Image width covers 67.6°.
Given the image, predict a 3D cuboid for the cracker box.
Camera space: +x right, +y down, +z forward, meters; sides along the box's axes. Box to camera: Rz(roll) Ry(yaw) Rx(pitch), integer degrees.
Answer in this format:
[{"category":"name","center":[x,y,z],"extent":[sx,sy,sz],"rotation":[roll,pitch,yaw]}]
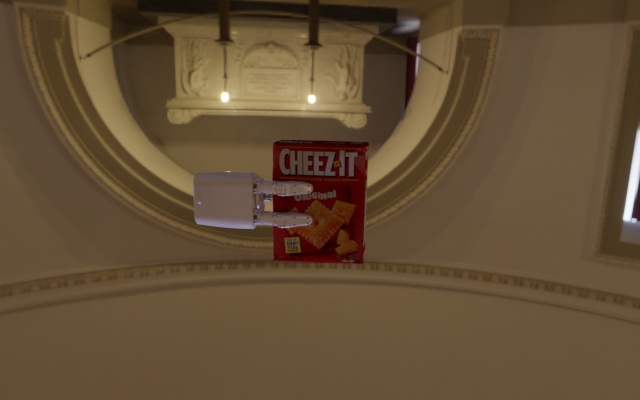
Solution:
[{"category":"cracker box","center":[0.000,0.003,0.850],"extent":[0.164,0.214,0.072],"rotation":[2,12,7]}]
